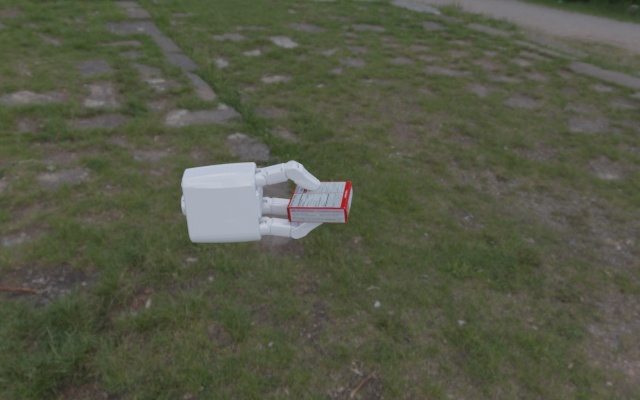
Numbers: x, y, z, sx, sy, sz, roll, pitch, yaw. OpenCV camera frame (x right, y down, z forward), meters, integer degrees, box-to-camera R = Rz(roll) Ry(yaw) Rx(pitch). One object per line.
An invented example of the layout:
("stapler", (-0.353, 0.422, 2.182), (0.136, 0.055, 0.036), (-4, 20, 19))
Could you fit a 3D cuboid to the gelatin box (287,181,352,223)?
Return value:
("gelatin box", (0.000, 0.002, 0.718), (0.089, 0.030, 0.073), (-1, 33, 12))
